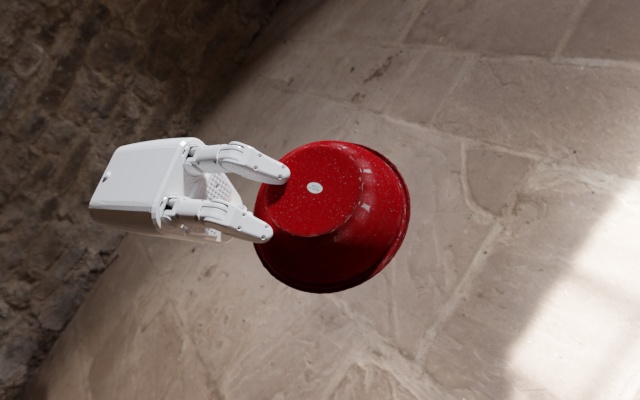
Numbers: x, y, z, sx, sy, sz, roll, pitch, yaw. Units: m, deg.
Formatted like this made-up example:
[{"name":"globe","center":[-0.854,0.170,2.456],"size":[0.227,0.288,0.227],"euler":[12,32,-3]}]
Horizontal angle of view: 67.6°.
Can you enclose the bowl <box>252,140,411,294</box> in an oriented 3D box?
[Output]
[{"name":"bowl","center":[0.001,0.001,0.445],"size":[0.162,0.162,0.055],"euler":[0,-25,17]}]
